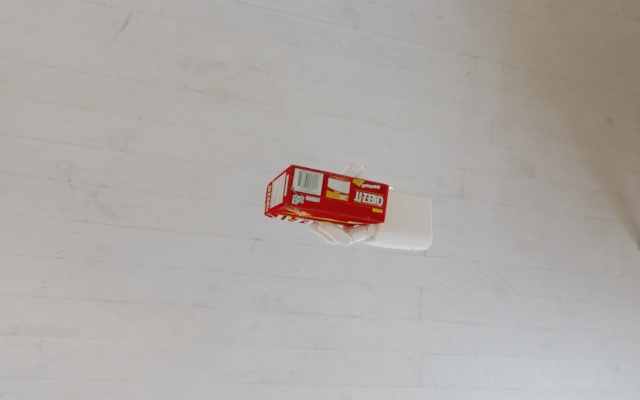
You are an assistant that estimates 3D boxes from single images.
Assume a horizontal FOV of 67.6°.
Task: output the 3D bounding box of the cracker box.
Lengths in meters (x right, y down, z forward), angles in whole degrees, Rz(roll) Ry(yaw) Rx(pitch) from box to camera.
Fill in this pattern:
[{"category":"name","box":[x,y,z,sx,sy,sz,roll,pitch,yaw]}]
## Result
[{"category":"cracker box","box":[0.000,0.003,0.828,0.164,0.072,0.214,10,-9,-14]}]
